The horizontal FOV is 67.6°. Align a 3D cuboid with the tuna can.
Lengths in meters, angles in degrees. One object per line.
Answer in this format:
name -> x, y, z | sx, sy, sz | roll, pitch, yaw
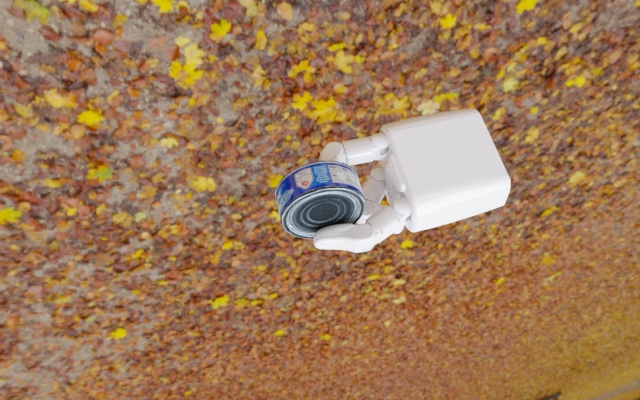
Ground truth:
tuna can -> 0.000, 0.002, 0.468 | 0.086, 0.033, 0.086 | -10, -36, -7
